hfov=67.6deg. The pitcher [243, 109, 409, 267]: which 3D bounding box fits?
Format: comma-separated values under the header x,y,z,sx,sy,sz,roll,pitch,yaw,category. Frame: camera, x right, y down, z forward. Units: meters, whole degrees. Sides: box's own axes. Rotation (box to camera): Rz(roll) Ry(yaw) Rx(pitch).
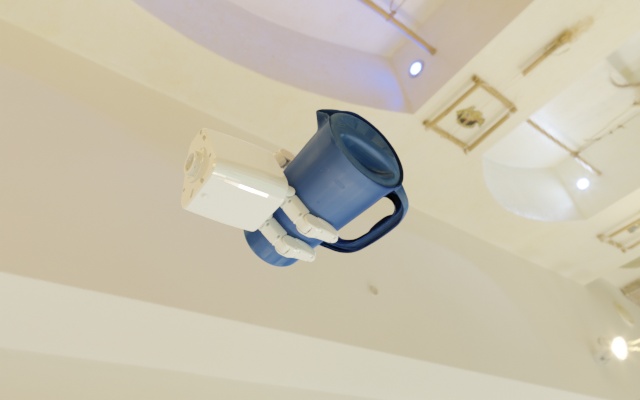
x,y,z,sx,sy,sz,roll,pitch,yaw,category
0.000,0.002,0.693,0.145,0.149,0.243,19,-48,-35,pitcher
